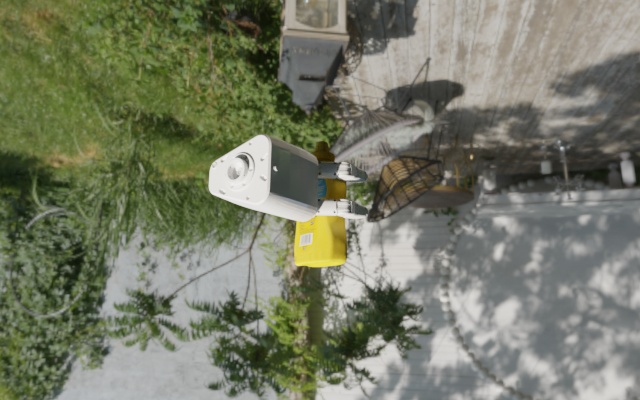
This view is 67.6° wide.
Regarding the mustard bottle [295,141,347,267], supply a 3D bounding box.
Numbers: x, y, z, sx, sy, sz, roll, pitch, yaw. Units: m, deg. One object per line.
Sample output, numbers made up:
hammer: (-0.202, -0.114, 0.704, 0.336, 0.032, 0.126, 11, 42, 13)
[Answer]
mustard bottle: (0.000, 0.003, 0.727, 0.058, 0.191, 0.096, 9, -15, -33)
